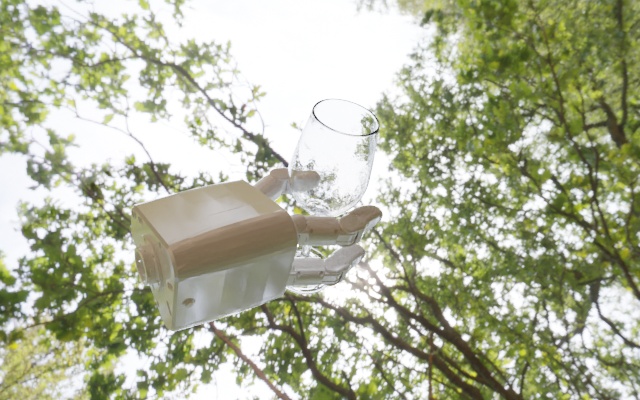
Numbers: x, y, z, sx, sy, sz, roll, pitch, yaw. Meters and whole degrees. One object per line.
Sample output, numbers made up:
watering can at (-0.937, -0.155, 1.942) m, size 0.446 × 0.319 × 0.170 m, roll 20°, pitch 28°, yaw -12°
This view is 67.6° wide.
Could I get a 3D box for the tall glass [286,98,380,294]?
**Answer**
tall glass at (0.000, 0.002, 0.478) m, size 0.079 × 0.201 × 0.079 m, roll 10°, pitch 38°, yaw -8°
